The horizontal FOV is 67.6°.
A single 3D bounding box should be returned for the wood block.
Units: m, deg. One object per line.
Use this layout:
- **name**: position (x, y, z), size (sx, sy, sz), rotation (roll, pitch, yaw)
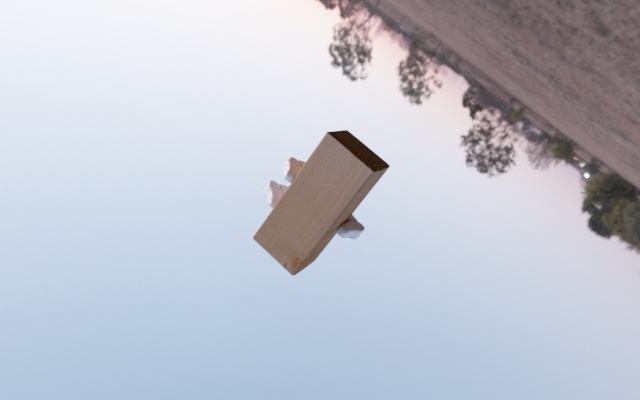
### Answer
- **wood block**: position (0.000, 0.003, 0.729), size (0.091, 0.206, 0.090), rotation (41, 22, 11)
